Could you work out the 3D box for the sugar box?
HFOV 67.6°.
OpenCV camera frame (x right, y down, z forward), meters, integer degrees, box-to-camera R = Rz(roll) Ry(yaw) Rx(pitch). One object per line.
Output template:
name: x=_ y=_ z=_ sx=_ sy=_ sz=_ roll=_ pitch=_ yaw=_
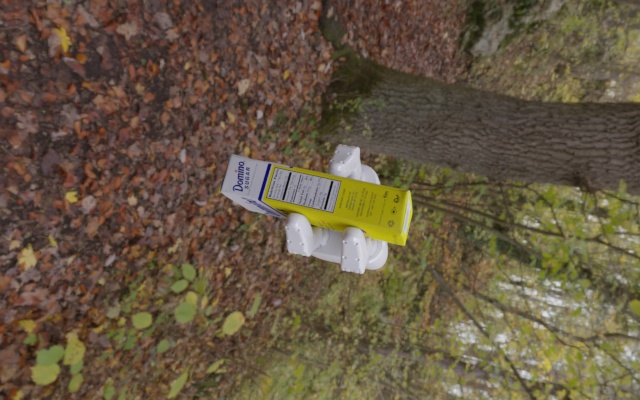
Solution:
sugar box: x=0.000 y=0.002 z=0.475 sx=0.176 sy=0.048 sz=0.093 roll=10 pitch=-11 yaw=14
